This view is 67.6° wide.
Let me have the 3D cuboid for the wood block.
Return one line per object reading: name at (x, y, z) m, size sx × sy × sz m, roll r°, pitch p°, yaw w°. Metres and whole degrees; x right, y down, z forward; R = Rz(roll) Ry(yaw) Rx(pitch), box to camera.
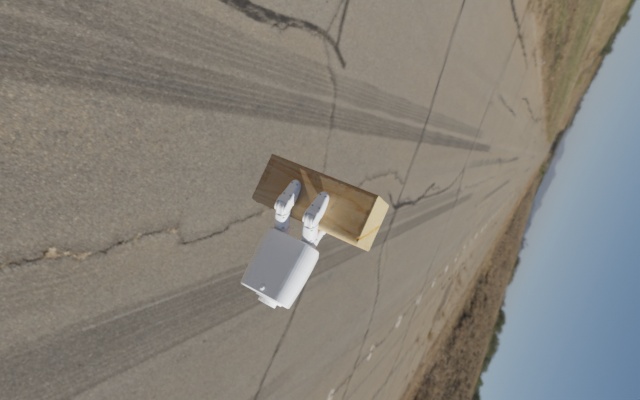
wood block at (0.000, 0.003, 0.827) m, size 0.206 × 0.090 × 0.091 m, roll 23°, pitch -3°, yaw 22°
